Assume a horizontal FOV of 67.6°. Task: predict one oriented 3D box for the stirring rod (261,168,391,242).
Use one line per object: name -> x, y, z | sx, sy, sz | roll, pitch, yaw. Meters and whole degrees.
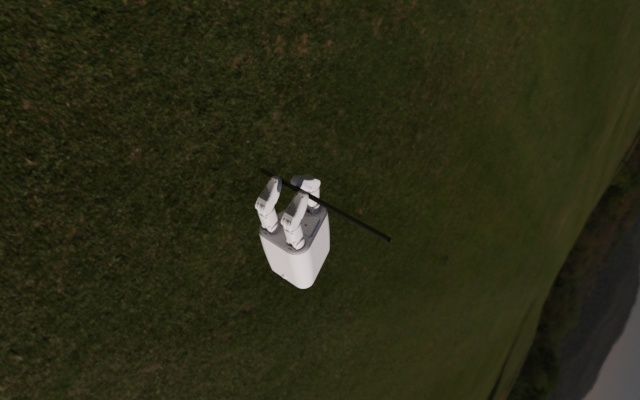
stirring rod -> 0.000, 0.002, 0.698 | 0.239, 0.011, 0.011 | 29, 15, 29
